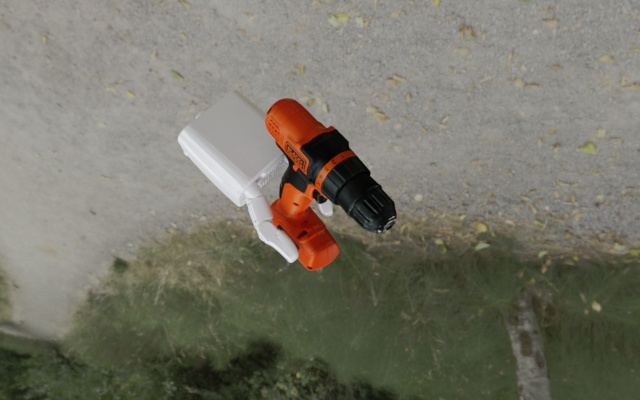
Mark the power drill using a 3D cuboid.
[{"bbox_3d":[0.000,0.002,0.542,0.057,0.184,0.188,-27,-27,-28],"label":"power drill"}]
